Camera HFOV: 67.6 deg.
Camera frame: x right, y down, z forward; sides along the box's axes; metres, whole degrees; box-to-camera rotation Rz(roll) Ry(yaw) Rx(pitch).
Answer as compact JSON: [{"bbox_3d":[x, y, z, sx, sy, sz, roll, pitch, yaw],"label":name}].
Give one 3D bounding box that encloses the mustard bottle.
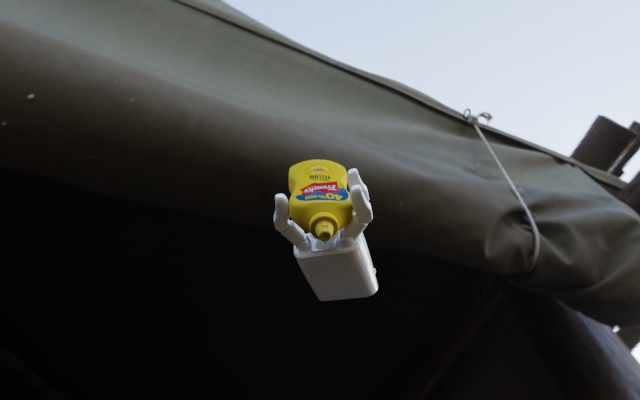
[{"bbox_3d":[0.000,0.002,0.726,0.096,0.058,0.191,1,30,-5],"label":"mustard bottle"}]
